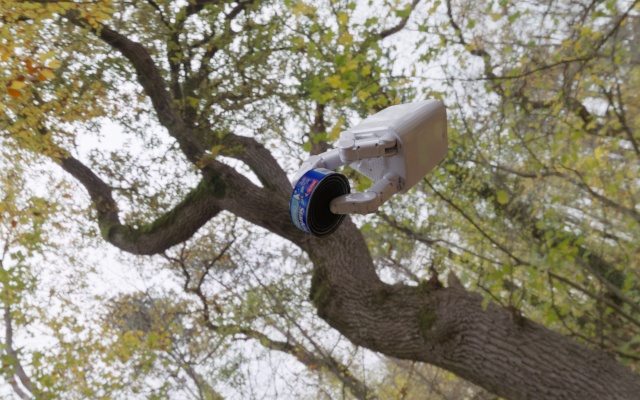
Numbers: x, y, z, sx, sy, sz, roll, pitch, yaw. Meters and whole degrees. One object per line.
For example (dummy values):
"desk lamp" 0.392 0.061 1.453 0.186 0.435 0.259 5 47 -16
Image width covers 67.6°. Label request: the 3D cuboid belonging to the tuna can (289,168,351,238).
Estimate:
"tuna can" 0.000 0.002 0.610 0.033 0.086 0.086 21 13 36
